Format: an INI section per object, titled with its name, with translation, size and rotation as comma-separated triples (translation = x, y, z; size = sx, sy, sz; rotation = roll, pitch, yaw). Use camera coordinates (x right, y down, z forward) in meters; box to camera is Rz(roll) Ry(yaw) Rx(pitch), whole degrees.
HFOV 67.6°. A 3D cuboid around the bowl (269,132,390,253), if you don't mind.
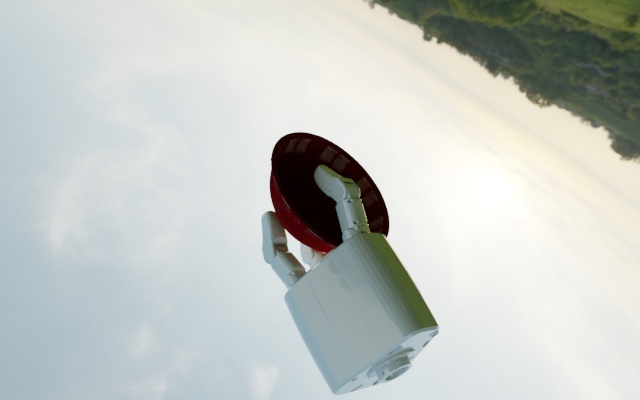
[bowl]
translation = 0.000, 0.001, 0.536
size = 0.162, 0.162, 0.055
rotation = 0, -34, -45
